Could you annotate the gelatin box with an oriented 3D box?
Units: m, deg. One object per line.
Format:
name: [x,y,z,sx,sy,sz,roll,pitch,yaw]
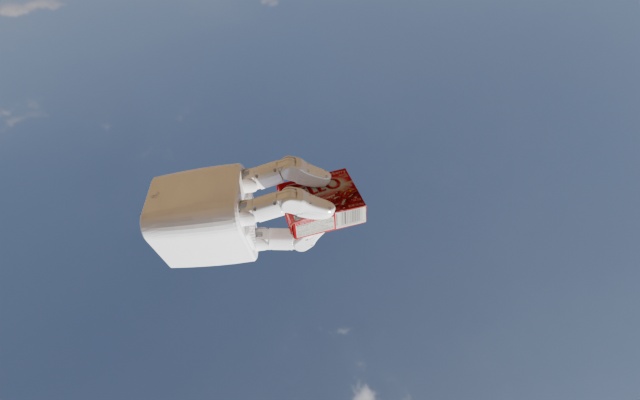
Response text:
gelatin box: [0.000,0.002,0.556,0.089,0.030,0.073,-13,42,-11]
